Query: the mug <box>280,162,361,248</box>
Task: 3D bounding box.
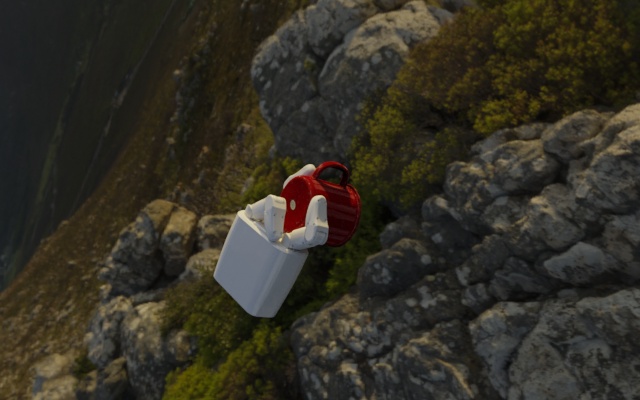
[{"bbox_3d":[0.001,0.001,0.652,0.081,0.117,0.093,15,16,-37],"label":"mug"}]
